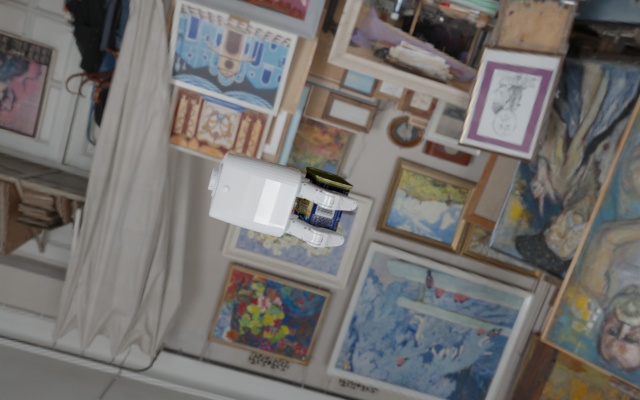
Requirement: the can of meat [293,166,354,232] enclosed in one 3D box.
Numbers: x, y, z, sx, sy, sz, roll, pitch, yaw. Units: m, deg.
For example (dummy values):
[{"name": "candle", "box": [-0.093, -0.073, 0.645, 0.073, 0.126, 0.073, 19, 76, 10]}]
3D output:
[{"name": "can of meat", "box": [0.000, 0.003, 0.715, 0.057, 0.084, 0.102, 15, 9, -18]}]
